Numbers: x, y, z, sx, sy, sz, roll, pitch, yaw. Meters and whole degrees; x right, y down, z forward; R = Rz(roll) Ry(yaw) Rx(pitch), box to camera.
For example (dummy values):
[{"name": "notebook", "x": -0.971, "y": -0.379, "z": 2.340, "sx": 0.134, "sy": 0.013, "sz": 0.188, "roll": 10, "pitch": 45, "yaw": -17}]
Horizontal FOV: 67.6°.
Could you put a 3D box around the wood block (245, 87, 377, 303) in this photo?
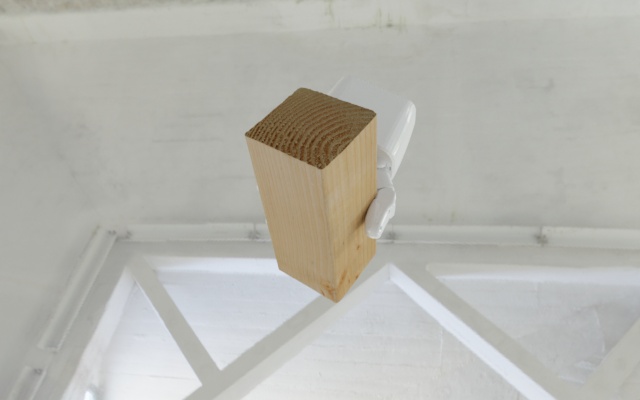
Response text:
[{"name": "wood block", "x": 0.001, "y": 0.002, "z": 0.500, "sx": 0.091, "sy": 0.206, "sz": 0.090, "roll": 25, "pitch": 54, "yaw": 27}]
